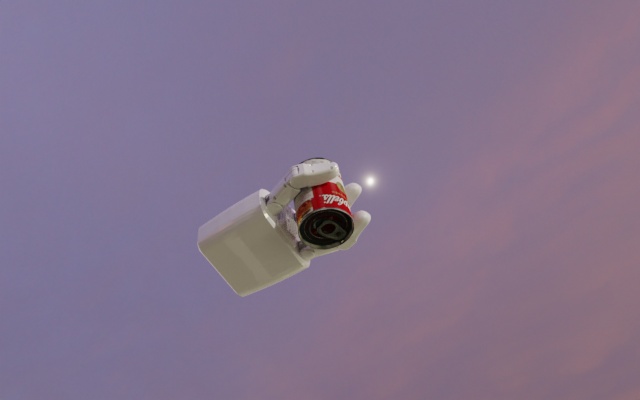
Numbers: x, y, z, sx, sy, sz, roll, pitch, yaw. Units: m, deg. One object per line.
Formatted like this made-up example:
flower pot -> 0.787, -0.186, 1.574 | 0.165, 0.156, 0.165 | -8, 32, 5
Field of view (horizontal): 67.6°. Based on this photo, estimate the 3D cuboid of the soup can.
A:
soup can -> 0.000, 0.001, 0.600 | 0.068, 0.069, 0.102 | 0, 41, -10
